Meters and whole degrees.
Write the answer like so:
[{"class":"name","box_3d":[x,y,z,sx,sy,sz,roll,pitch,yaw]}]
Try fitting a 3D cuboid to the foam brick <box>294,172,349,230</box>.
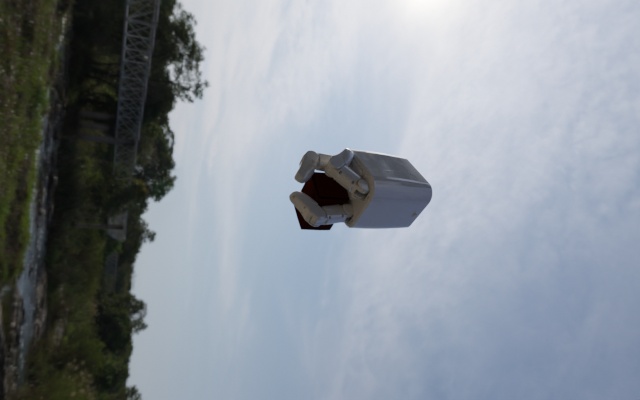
[{"class":"foam brick","box_3d":[0.000,0.002,0.720,0.051,0.053,0.078,3,-40,-26]}]
